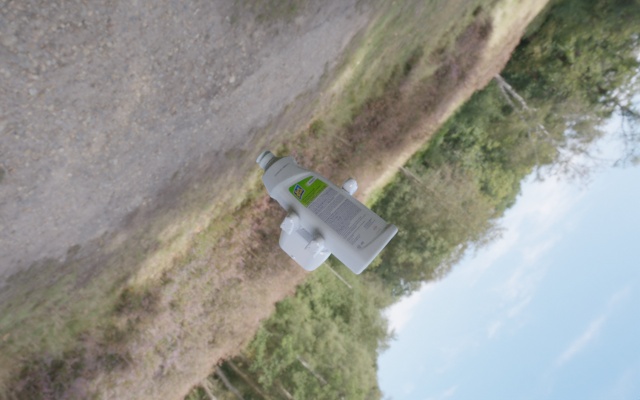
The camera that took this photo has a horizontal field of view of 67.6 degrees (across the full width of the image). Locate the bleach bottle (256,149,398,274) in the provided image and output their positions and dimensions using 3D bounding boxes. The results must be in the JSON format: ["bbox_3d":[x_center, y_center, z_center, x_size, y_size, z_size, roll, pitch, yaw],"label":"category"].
[{"bbox_3d":[0.000,0.003,0.789,0.102,0.251,0.068,-44,-8,-30],"label":"bleach bottle"}]
